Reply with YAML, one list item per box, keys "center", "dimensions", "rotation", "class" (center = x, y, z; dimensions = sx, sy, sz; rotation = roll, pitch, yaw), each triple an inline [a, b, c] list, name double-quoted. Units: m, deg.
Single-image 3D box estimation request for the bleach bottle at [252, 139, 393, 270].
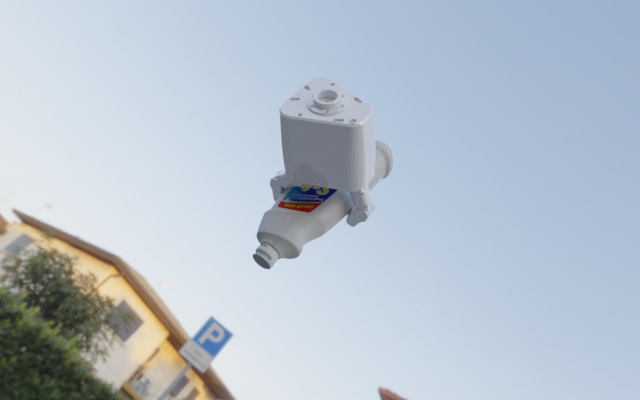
- center: [0.000, 0.002, 0.675]
  dimensions: [0.102, 0.068, 0.250]
  rotation: [23, 53, 26]
  class: "bleach bottle"
